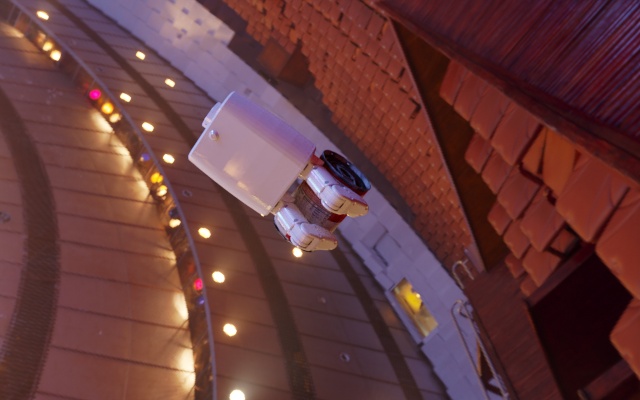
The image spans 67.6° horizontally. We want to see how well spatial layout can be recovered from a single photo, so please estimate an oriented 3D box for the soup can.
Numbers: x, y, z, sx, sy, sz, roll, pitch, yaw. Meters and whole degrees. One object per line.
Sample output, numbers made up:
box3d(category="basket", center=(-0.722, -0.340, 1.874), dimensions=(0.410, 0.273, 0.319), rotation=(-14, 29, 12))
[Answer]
box3d(category="soup can", center=(0.000, 0.002, 0.552), dimensions=(0.068, 0.102, 0.068), rotation=(34, 21, -15))
